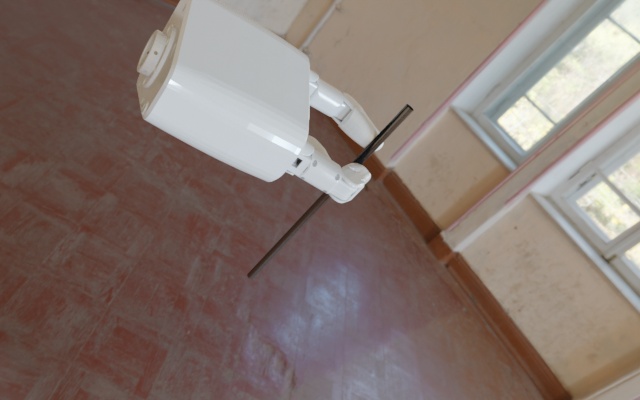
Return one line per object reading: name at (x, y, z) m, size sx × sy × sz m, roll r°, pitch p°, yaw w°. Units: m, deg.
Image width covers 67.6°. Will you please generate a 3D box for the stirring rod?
stirring rod at (0.000, 0.002, 0.447) m, size 0.240 × 0.011 × 0.011 m, roll -47°, pitch -26°, yaw 27°
